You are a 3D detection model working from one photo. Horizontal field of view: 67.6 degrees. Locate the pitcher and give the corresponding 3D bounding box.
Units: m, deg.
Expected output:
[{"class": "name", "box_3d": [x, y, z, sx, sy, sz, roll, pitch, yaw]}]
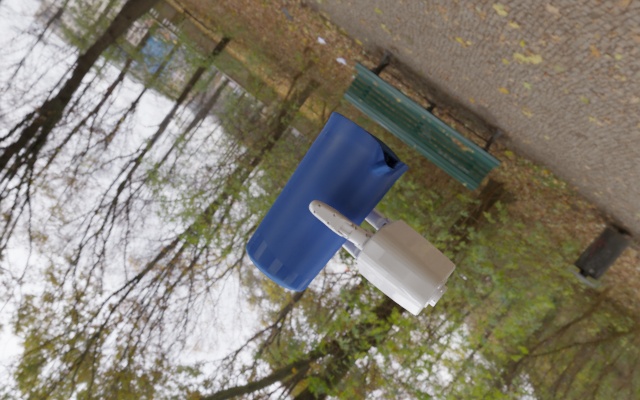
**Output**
[{"class": "pitcher", "box_3d": [0.000, 0.002, 0.694, 0.145, 0.243, 0.149, 38, 5, 16]}]
